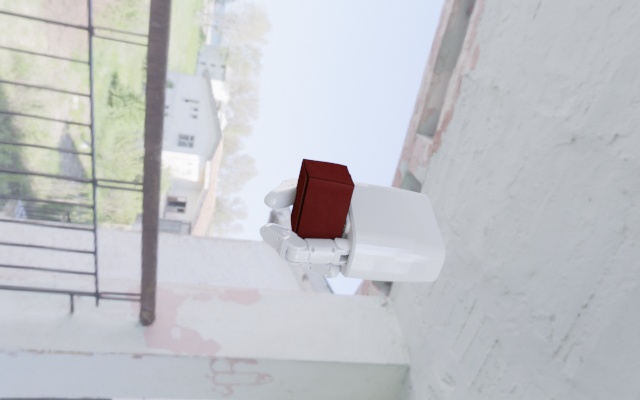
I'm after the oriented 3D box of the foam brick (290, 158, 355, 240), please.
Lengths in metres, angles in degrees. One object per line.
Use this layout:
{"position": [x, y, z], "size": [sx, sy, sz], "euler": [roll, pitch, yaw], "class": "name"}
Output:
{"position": [0.000, 0.001, 0.511], "size": [0.051, 0.078, 0.053], "euler": [8, 27, -11], "class": "foam brick"}
